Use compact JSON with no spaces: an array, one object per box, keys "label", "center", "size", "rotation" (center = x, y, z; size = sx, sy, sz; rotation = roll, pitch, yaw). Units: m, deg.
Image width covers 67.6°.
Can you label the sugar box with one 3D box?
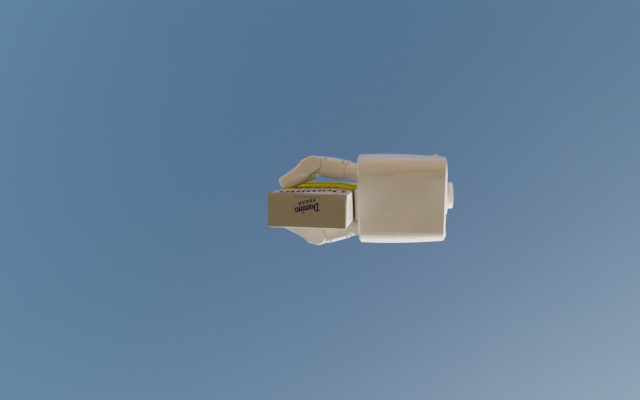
[{"label":"sugar box","center":[0.000,0.001,0.616],"size":[0.093,0.048,0.176],"rotation":[1,4,10]}]
